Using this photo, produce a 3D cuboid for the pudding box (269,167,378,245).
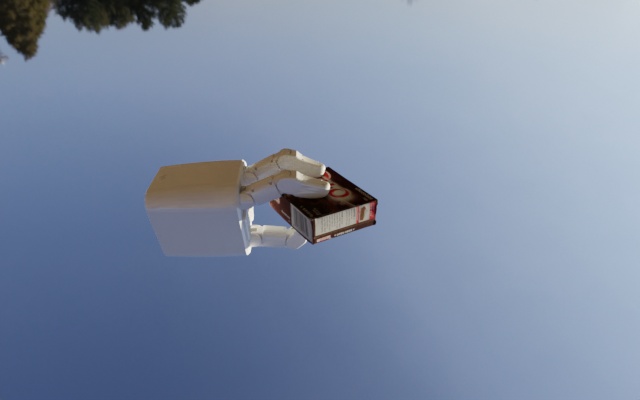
[{"bbox_3d":[0.000,0.002,0.572,0.090,0.039,0.113,-17,34,-26],"label":"pudding box"}]
